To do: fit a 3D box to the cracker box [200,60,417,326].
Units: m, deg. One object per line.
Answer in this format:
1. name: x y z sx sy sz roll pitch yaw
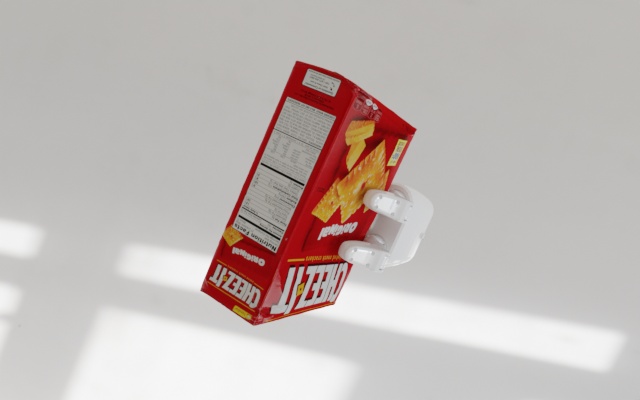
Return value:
1. cracker box: 0.000 0.001 0.454 0.072 0.214 0.164 27 7 26
